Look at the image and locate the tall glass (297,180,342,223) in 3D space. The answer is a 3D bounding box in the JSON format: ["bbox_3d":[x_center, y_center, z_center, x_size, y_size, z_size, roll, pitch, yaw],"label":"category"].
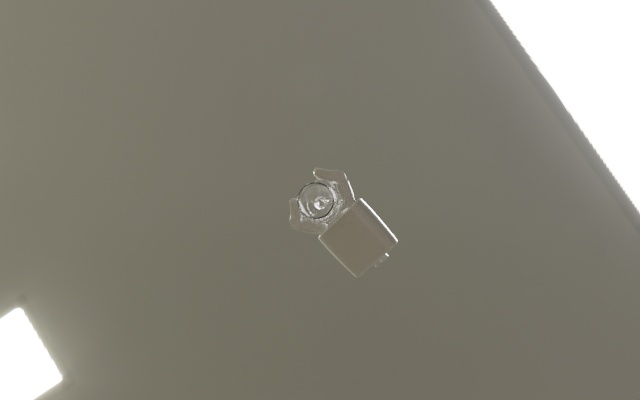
[{"bbox_3d":[0.000,0.003,0.898,0.079,0.079,0.201,0,-2,5],"label":"tall glass"}]
